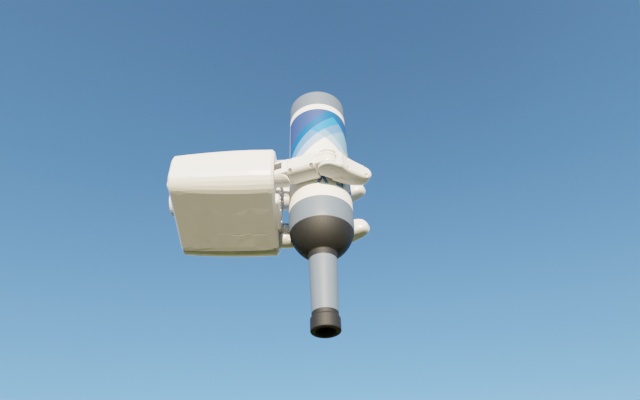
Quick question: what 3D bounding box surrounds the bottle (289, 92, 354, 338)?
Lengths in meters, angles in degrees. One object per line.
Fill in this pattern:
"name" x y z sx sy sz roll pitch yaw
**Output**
"bottle" 0.000 0.001 0.507 0.069 0.295 0.069 -1 -40 -1
